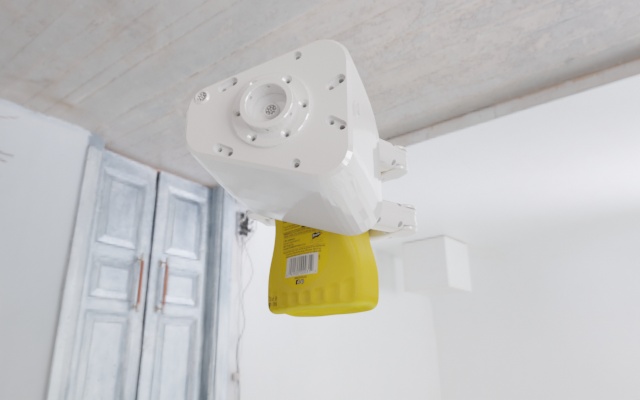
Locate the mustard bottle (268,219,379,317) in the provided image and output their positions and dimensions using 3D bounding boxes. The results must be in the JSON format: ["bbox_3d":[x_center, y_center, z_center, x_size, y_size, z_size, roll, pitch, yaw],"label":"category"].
[{"bbox_3d":[0.000,0.002,0.419,0.096,0.191,0.058,-16,-25,37],"label":"mustard bottle"}]
